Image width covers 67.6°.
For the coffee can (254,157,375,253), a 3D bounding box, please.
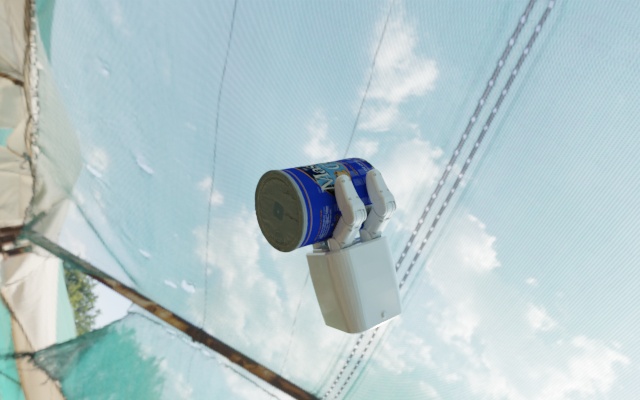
[{"bbox_3d":[0.000,0.002,0.624,0.140,0.103,0.103,-13,8,-39],"label":"coffee can"}]
